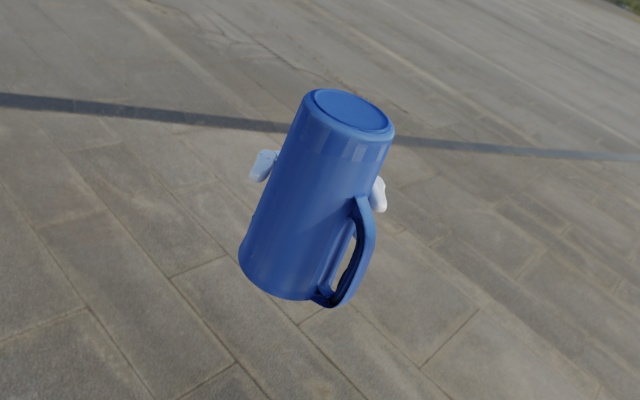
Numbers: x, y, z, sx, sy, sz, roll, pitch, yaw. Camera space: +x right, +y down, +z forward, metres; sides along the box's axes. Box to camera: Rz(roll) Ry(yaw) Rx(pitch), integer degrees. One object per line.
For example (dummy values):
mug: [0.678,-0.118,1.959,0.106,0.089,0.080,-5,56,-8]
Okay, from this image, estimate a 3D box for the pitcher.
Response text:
pitcher: [0.000,0.002,0.573,0.149,0.243,0.145,20,33,-5]
